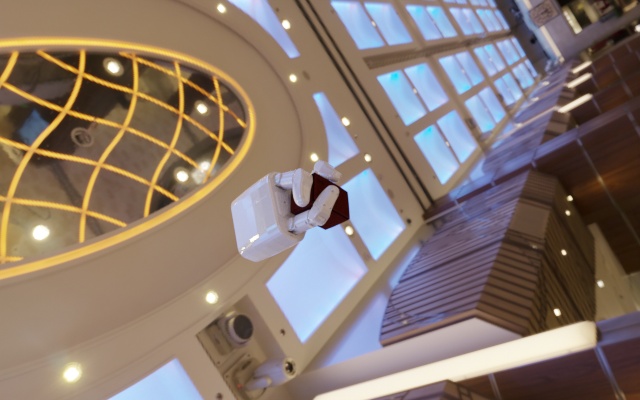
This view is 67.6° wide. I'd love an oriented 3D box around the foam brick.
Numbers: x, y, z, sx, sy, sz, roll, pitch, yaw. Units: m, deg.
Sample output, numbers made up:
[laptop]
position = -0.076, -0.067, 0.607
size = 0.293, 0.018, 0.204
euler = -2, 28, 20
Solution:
[foam brick]
position = 0.000, 0.003, 0.736
size = 0.078, 0.053, 0.051
euler = 29, -44, -35
